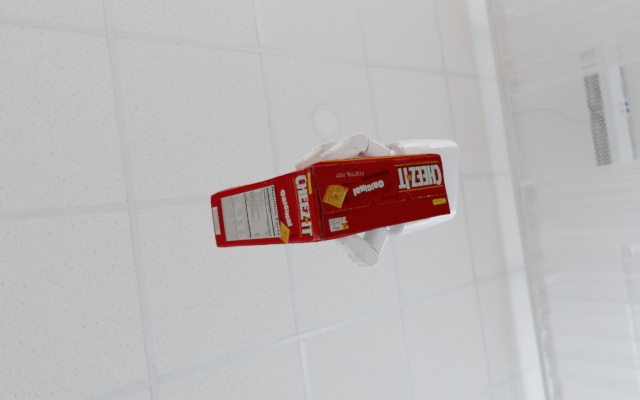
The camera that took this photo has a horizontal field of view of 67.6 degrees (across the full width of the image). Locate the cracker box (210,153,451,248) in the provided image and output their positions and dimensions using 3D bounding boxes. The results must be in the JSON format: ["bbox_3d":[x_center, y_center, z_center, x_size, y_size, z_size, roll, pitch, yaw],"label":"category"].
[{"bbox_3d":[0.000,0.002,0.513,0.164,0.072,0.214,-9,-1,-36],"label":"cracker box"}]
